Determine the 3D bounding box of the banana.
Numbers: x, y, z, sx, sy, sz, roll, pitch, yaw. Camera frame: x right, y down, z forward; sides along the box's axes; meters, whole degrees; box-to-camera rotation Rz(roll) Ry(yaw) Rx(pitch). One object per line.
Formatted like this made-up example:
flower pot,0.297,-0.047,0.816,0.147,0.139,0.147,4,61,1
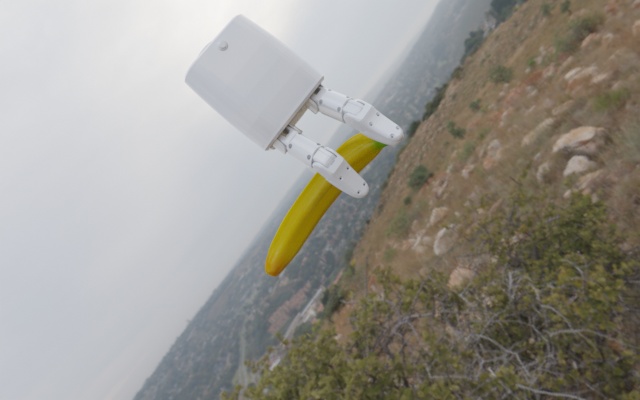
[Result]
banana,0.002,-0.005,0.514,0.037,0.198,0.069,38,10,-10
